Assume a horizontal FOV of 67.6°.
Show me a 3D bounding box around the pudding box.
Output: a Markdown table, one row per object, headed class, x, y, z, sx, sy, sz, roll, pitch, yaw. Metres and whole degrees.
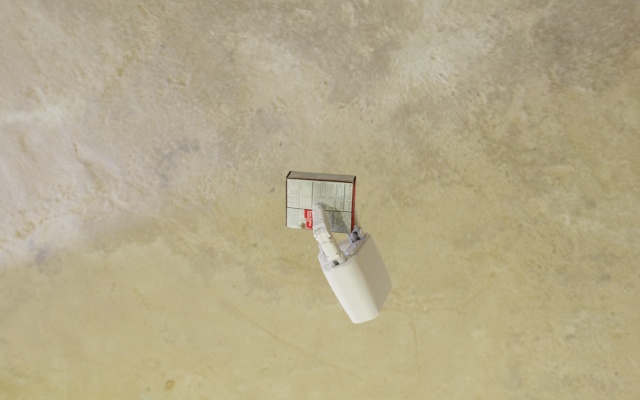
| class | x | y | z | sx | sy | sz | roll | pitch | yaw |
| --- | --- | --- | --- | --- | --- | --- | --- | --- | --- |
| pudding box | 0.000 | 0.003 | 0.773 | 0.113 | 0.090 | 0.039 | 4 | 20 | 6 |
